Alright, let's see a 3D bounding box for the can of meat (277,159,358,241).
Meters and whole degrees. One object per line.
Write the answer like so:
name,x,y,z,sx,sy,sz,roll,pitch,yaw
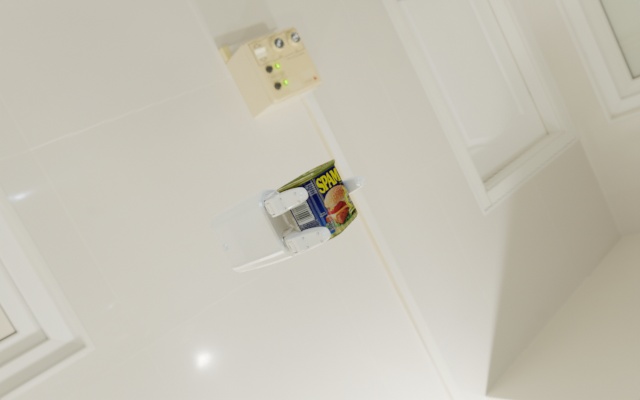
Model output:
can of meat,0.000,0.002,0.627,0.057,0.084,0.102,-23,7,28
